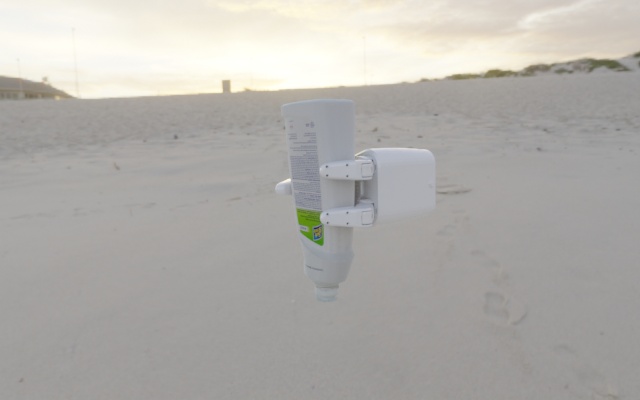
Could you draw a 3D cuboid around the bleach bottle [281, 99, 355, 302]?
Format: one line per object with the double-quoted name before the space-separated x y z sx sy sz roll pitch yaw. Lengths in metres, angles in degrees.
"bleach bottle" 0.000 0.002 0.609 0.068 0.251 0.102 -6 9 -33
